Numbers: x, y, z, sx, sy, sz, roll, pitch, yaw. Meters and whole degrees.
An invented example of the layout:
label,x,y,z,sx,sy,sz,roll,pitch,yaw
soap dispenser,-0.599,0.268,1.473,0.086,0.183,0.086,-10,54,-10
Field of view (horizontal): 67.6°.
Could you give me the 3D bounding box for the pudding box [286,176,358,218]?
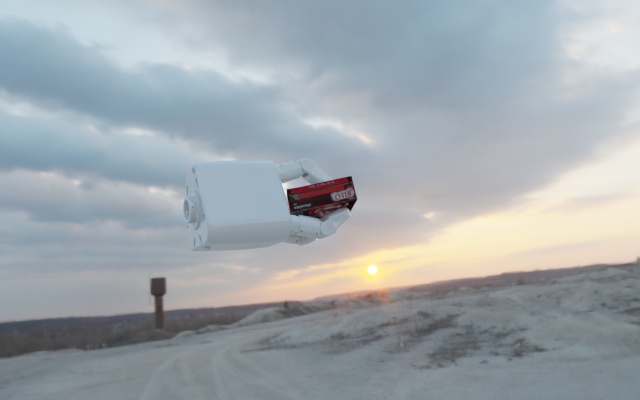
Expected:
label,x,y,z,sx,sy,sz,roll,pitch,yaw
pudding box,0.000,0.002,0.669,0.090,0.039,0.113,-11,-8,-4
